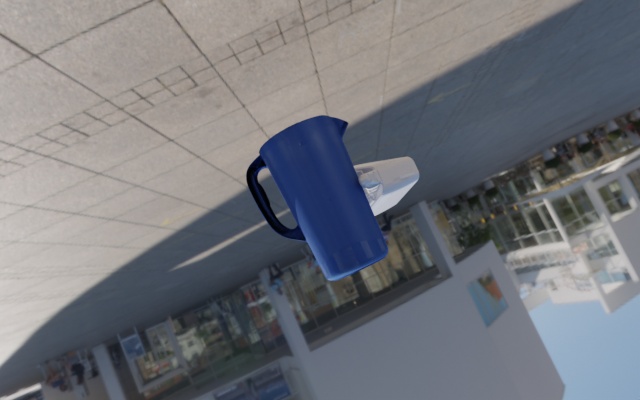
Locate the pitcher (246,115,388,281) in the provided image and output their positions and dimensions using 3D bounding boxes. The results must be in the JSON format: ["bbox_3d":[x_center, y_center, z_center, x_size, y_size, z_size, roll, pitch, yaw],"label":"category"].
[{"bbox_3d":[0.000,0.002,0.759,0.145,0.243,0.149,-19,-9,-41],"label":"pitcher"}]
